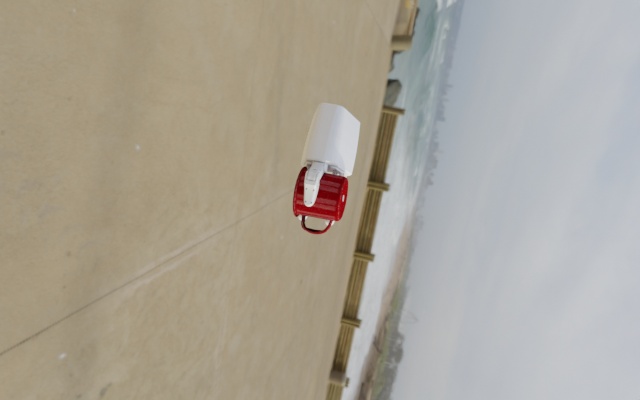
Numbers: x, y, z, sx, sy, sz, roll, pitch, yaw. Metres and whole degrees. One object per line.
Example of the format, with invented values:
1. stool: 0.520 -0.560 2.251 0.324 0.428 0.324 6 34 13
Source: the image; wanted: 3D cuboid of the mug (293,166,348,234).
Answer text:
1. mug: 0.000 0.004 0.854 0.081 0.117 0.093 11 -5 11
